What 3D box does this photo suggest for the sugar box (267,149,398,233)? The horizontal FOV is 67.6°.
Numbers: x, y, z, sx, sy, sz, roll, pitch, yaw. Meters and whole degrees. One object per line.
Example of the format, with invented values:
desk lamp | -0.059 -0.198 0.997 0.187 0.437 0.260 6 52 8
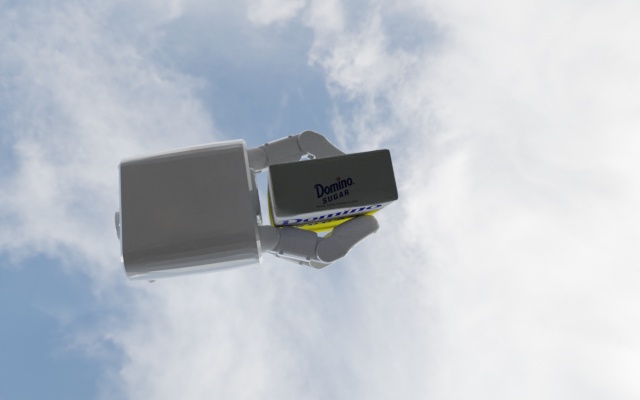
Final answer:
sugar box | 0.000 0.002 0.425 0.093 0.048 0.176 -8 -6 -7
